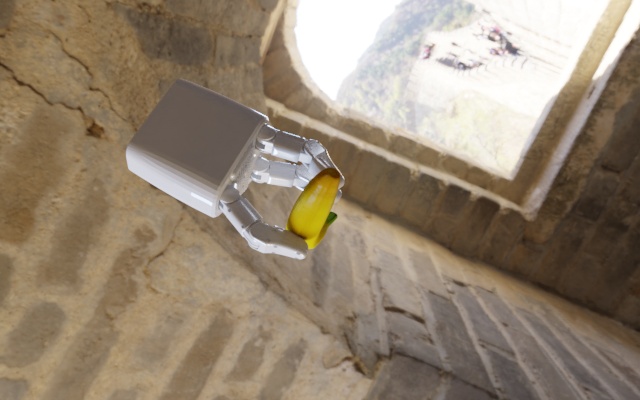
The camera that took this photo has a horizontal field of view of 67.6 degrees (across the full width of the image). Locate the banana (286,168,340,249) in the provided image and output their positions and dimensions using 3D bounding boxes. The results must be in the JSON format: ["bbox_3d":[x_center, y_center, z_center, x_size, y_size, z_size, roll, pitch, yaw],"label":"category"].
[{"bbox_3d":[-0.010,0.018,0.501,0.037,0.069,0.198,31,-11,6],"label":"banana"}]
